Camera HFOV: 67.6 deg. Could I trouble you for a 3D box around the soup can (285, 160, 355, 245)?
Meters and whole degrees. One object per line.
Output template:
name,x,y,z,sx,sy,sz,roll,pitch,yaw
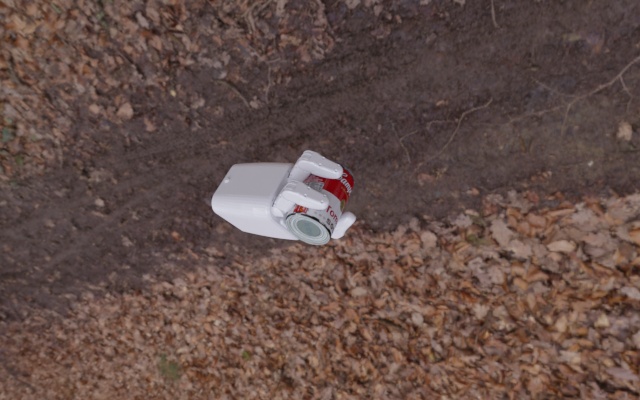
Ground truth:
soup can,0.000,0.003,0.666,0.068,0.102,0.069,17,-35,12
